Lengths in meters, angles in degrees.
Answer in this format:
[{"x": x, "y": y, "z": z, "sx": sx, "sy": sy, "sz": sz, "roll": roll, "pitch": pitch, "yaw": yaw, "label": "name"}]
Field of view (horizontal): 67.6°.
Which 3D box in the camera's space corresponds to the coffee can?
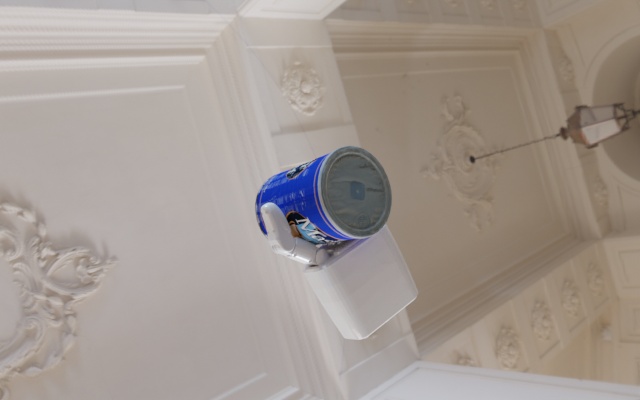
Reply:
[{"x": 0.000, "y": 0.002, "z": 0.574, "sx": 0.103, "sy": 0.103, "sz": 0.140, "roll": 0, "pitch": -10, "yaw": -37, "label": "coffee can"}]
